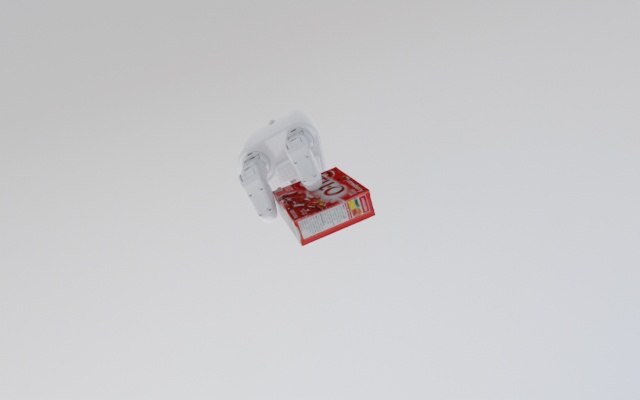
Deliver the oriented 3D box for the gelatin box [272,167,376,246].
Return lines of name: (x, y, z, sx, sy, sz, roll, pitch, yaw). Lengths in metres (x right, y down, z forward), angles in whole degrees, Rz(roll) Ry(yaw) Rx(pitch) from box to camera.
gelatin box: (0.000, 0.002, 0.452, 0.073, 0.030, 0.089, -22, 23, -10)
